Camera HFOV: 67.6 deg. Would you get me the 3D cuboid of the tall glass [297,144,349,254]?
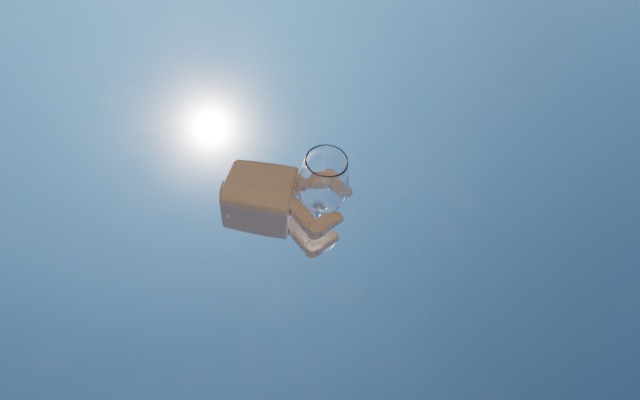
[{"bbox_3d":[0.000,0.003,0.750,0.079,0.079,0.201,0,-36,-7],"label":"tall glass"}]
